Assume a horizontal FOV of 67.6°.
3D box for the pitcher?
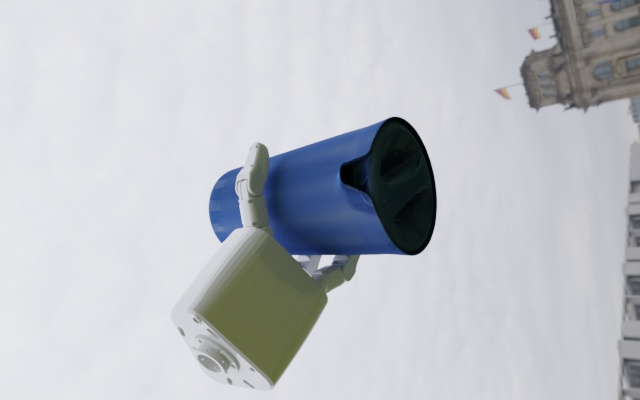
[{"bbox_3d":[0.000,0.002,0.531,0.243,0.149,0.145,-9,34,37],"label":"pitcher"}]
